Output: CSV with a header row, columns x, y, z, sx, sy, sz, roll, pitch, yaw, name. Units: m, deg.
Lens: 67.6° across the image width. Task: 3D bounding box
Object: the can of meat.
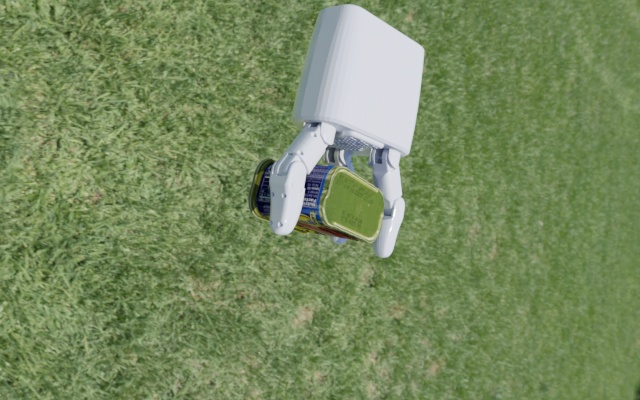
x,y,z,sx,sy,sz,roll,pitch,yaw,name
0.000,0.002,0.439,0.084,0.057,0.102,6,-12,37,can of meat
